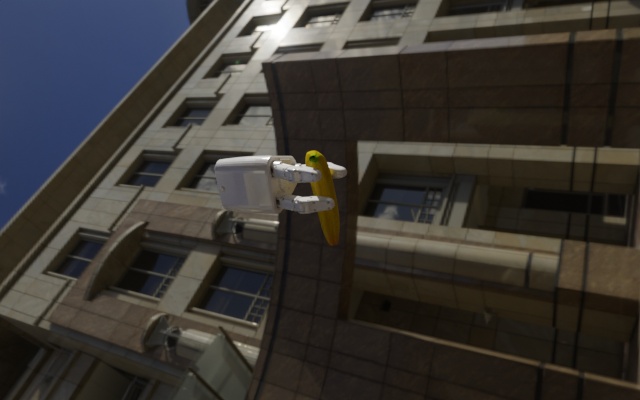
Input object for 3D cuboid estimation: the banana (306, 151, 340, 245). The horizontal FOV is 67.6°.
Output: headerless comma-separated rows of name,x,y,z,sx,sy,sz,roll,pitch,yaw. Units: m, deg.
banana,0.002,-0.012,0.805,0.037,0.198,0.069,-3,41,15
